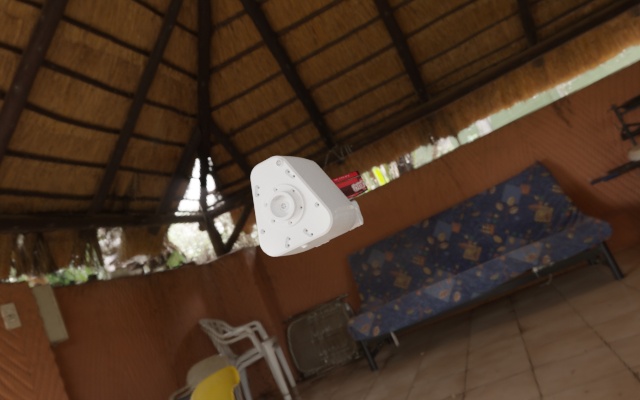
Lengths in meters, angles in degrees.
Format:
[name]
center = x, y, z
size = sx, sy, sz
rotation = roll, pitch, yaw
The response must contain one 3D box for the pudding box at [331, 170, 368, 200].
[pudding box]
center = 0.000, 0.002, 0.691
size = 0.090, 0.039, 0.113
rotation = -20, -7, -46
